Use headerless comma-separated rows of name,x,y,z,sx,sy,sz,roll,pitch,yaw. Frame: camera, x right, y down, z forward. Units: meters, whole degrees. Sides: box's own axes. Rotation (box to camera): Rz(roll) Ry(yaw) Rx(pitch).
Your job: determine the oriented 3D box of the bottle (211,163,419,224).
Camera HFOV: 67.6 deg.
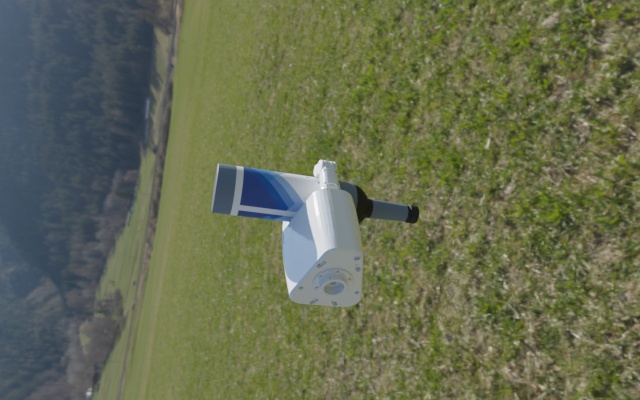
bottle,0.000,0.002,0.673,0.296,0.069,0.069,8,-2,-15
